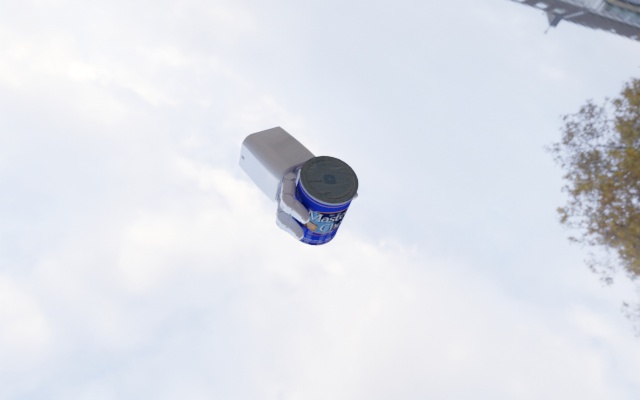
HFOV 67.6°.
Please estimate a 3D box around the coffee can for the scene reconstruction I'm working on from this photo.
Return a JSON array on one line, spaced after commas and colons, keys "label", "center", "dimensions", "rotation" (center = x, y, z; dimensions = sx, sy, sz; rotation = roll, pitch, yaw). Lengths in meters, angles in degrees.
[{"label": "coffee can", "center": [0.000, 0.003, 0.858], "dimensions": [0.103, 0.102, 0.140], "rotation": [0, -35, -16]}]
